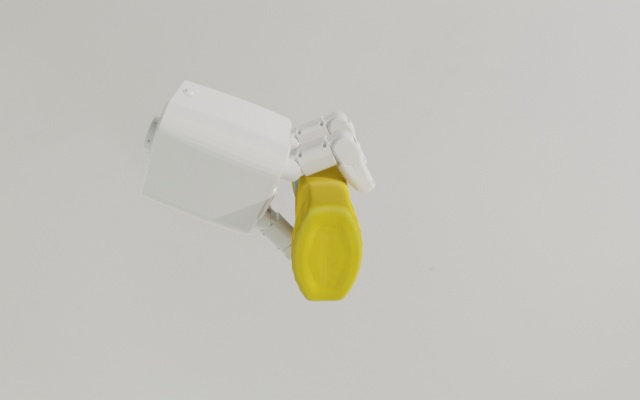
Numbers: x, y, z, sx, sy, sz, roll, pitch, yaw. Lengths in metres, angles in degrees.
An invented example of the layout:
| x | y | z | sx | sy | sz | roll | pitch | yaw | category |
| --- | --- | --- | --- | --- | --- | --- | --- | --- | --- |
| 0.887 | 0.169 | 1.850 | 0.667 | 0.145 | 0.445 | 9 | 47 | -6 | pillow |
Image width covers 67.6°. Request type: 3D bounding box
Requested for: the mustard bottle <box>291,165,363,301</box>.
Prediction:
| x | y | z | sx | sy | sz | roll | pitch | yaw | category |
| --- | --- | --- | --- | --- | --- | --- | --- | --- | --- |
| 0.000 | 0.002 | 0.460 | 0.058 | 0.096 | 0.191 | -2 | 29 | -3 | mustard bottle |
